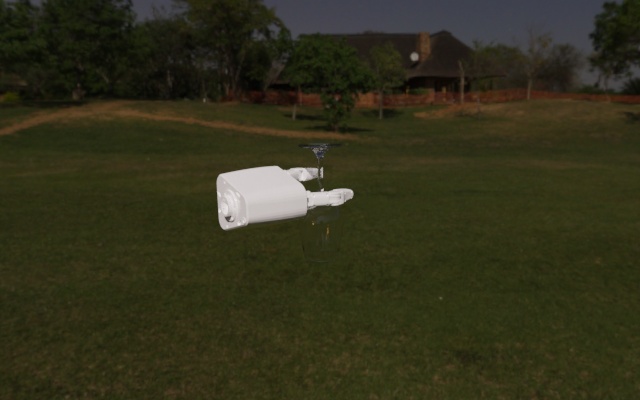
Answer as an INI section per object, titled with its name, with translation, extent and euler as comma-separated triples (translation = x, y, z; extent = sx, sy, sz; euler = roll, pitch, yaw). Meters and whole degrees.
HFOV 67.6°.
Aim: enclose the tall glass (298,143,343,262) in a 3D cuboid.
[tall glass]
translation = 0.000, 0.002, 0.832
extent = 0.079, 0.201, 0.079
euler = -1, 11, 0
